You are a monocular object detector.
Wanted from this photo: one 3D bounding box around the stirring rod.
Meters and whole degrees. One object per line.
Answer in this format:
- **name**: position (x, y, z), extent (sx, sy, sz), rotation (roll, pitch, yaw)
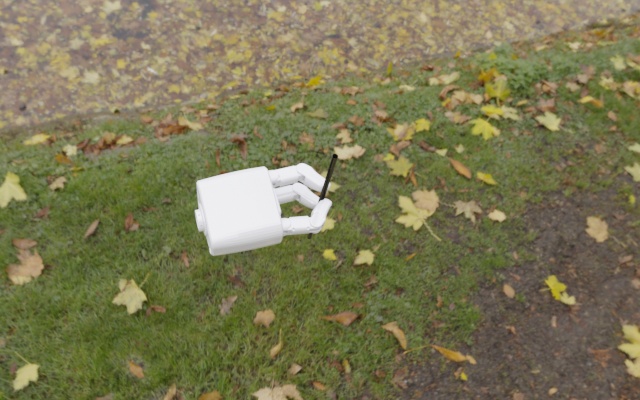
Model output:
- **stirring rod**: position (0.000, 0.003, 0.757), extent (0.011, 0.011, 0.240), rotation (0, -32, -11)
